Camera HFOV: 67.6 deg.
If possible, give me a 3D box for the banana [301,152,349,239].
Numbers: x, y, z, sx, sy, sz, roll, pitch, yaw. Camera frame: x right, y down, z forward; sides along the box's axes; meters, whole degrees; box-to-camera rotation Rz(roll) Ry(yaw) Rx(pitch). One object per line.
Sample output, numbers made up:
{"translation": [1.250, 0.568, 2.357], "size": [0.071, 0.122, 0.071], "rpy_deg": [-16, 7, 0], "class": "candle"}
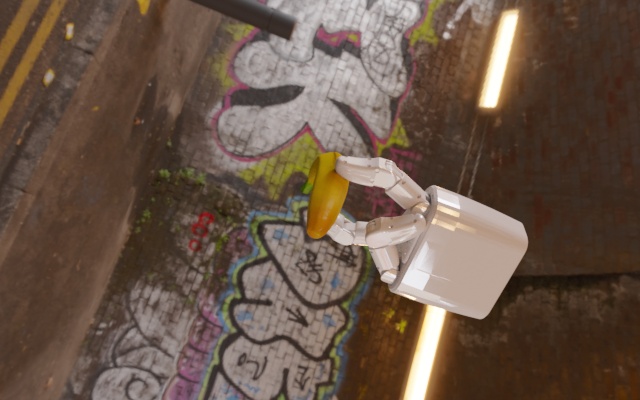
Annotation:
{"translation": [0.007, -0.016, 0.508], "size": [0.037, 0.069, 0.197], "rpy_deg": [21, 11, -7], "class": "banana"}
